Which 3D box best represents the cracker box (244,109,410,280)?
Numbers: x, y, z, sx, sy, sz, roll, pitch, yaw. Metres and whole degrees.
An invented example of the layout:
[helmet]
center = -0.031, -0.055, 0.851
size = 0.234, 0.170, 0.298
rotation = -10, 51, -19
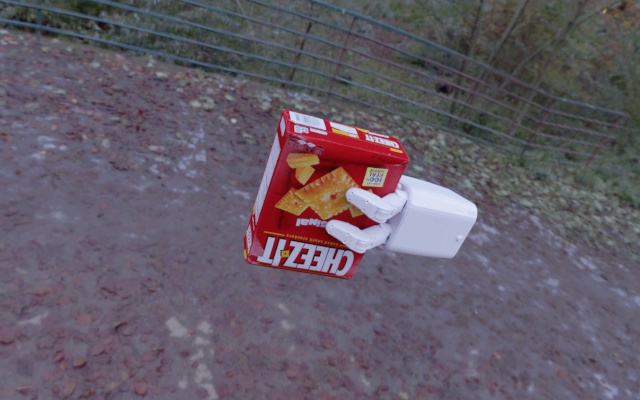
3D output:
[cracker box]
center = 0.000, 0.002, 0.650
size = 0.164, 0.214, 0.072
rotation = 12, 31, -16
